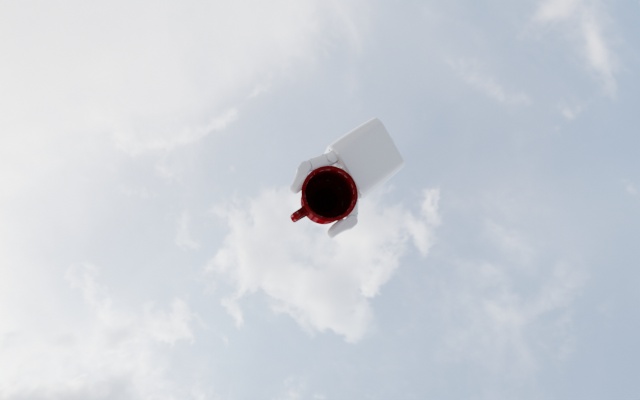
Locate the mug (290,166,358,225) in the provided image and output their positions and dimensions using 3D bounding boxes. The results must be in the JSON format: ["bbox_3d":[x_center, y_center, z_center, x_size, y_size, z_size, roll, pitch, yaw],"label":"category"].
[{"bbox_3d":[-0.001,0.004,0.810,0.117,0.093,0.081,-35,-4,-13],"label":"mug"}]
